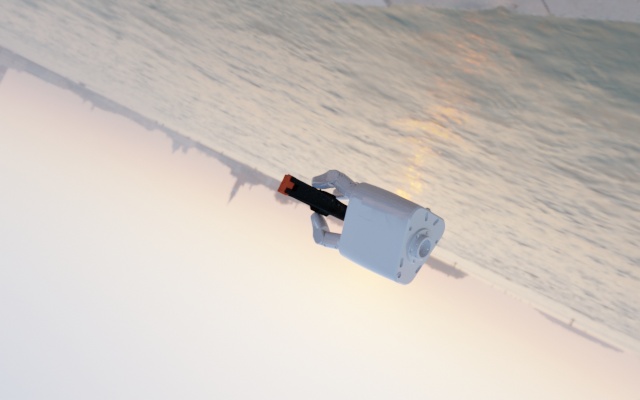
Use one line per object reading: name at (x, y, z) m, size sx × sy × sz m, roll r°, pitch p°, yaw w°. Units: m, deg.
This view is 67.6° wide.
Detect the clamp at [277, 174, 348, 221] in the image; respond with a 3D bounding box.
clamp at (0.000, 0.003, 0.745) m, size 0.164 × 0.036 × 0.210 m, roll 22°, pitch -3°, yaw 45°
